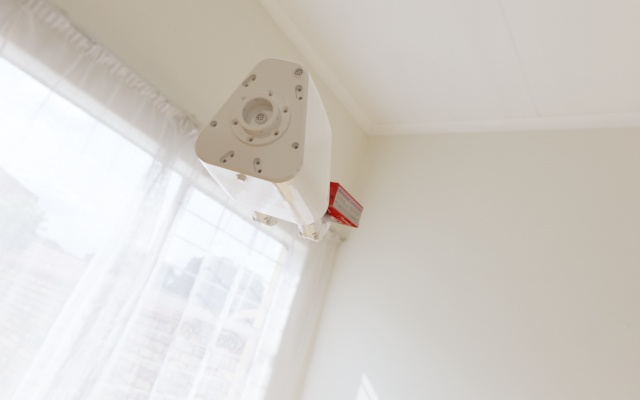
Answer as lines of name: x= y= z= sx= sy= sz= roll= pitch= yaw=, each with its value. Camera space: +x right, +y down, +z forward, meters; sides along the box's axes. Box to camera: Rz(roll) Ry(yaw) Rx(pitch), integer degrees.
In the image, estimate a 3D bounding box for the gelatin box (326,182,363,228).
gelatin box: x=0.000 y=0.001 z=0.553 sx=0.073 sy=0.030 sz=0.089 roll=11 pitch=-13 yaw=27
